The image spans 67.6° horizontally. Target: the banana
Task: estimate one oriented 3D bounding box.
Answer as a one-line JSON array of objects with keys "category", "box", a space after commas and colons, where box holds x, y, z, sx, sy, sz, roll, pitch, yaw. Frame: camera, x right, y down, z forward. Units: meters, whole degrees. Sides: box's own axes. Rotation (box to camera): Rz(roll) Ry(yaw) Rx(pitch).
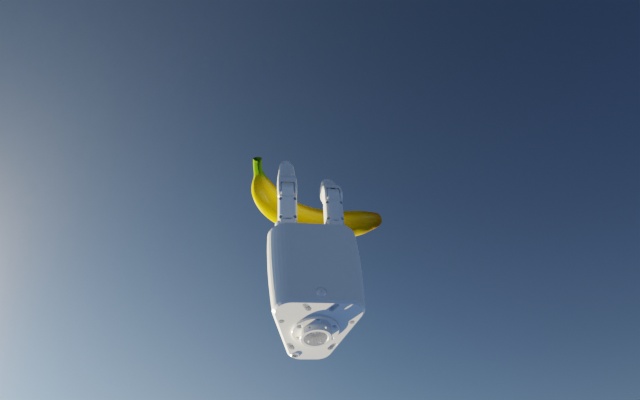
[{"category": "banana", "box": [-0.013, 0.015, 0.625, 0.198, 0.070, 0.037, 24, 26, -23]}]
